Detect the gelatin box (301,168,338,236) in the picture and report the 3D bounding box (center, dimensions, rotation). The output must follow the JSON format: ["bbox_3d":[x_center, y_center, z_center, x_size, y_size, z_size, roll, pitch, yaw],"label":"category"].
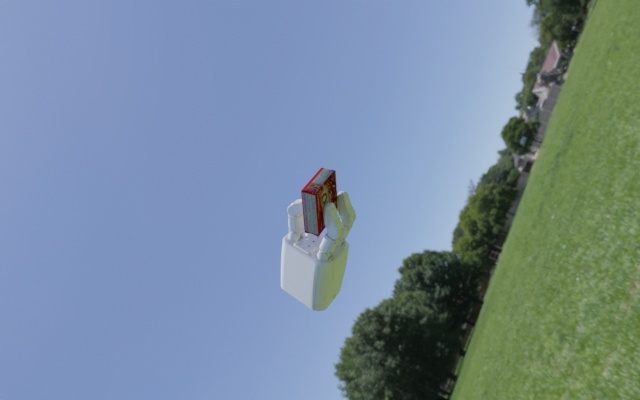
[{"bbox_3d":[0.000,0.002,0.785,0.030,0.089,0.073,14,40,23],"label":"gelatin box"}]
